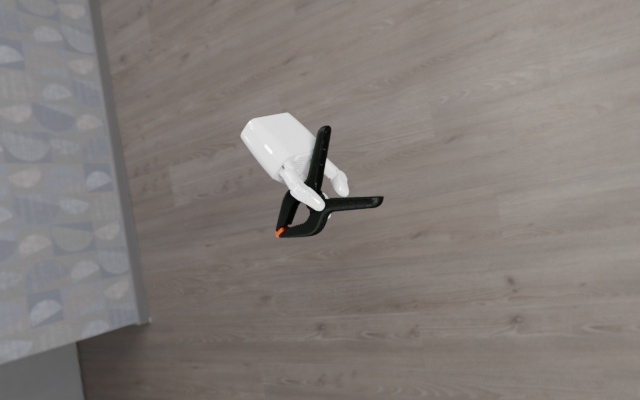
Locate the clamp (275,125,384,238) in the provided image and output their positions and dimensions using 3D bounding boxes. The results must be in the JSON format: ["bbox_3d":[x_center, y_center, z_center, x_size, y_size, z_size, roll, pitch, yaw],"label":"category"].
[{"bbox_3d":[-0.001,0.003,0.808,0.164,0.210,0.036,49,27,21],"label":"clamp"}]
